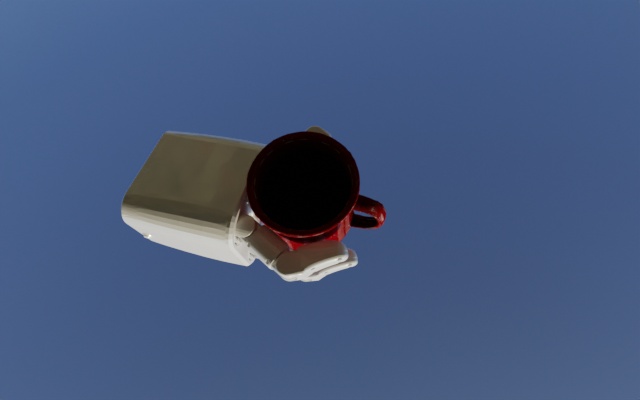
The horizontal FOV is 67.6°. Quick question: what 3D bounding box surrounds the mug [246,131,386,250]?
[{"bbox_3d":[0.002,0.002,0.422,0.117,0.093,0.081,12,-19,9],"label":"mug"}]
